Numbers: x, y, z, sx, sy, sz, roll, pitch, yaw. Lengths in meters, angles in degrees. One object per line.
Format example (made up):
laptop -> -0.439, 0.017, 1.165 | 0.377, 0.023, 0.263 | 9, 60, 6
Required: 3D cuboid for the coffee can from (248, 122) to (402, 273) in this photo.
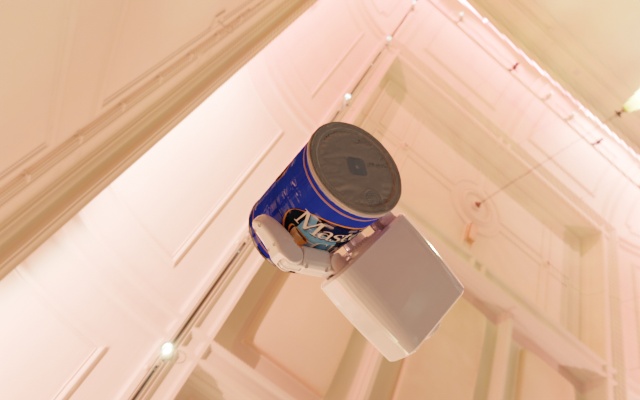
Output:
coffee can -> 0.000, 0.001, 0.493 | 0.103, 0.102, 0.140 | 0, -29, -35
